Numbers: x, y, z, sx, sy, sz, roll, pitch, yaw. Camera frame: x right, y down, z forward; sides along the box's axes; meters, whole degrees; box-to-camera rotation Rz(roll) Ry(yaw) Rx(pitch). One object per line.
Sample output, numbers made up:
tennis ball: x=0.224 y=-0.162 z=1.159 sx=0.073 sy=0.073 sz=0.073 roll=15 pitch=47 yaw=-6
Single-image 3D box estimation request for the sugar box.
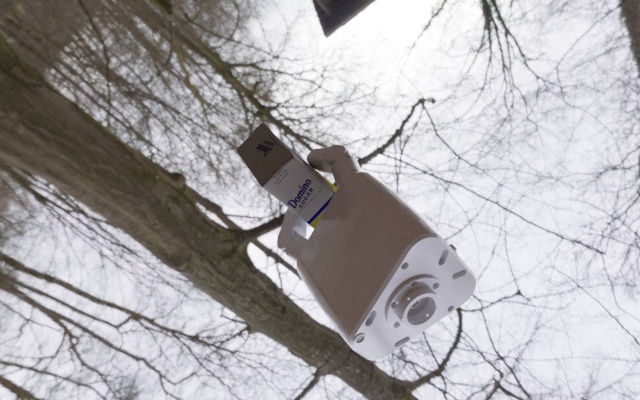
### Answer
sugar box: x=0.001 y=0.001 z=0.487 sx=0.176 sy=0.048 sz=0.093 roll=44 pitch=3 yaw=-36
